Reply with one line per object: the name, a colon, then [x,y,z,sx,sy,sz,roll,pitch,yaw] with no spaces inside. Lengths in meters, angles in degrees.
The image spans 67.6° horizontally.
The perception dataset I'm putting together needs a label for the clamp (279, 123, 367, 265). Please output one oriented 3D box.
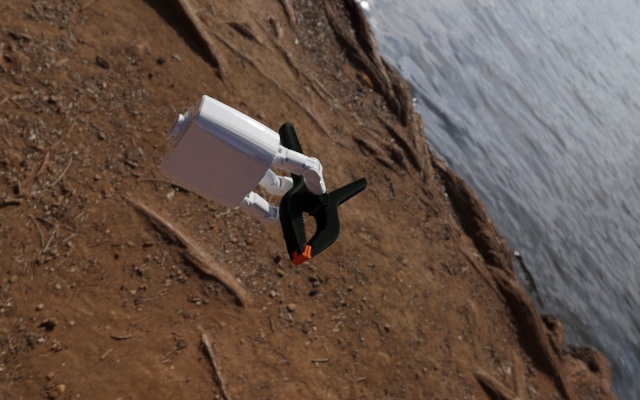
clamp: [0.000,0.002,0.671,0.164,0.209,0.036,27,-42,-26]
